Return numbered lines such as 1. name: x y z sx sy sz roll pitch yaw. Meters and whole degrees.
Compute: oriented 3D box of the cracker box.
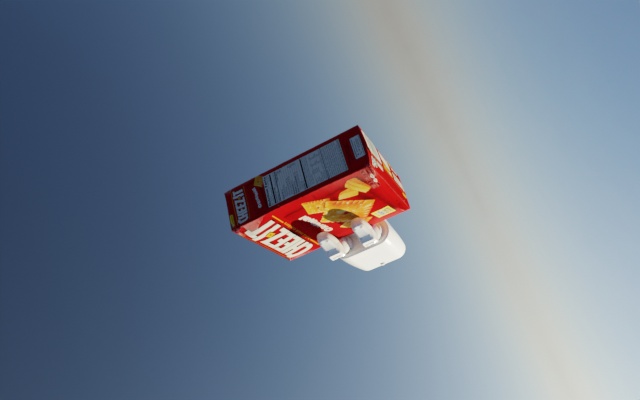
1. cracker box: 0.000 0.002 0.683 0.214 0.072 0.164 -26 -31 17
